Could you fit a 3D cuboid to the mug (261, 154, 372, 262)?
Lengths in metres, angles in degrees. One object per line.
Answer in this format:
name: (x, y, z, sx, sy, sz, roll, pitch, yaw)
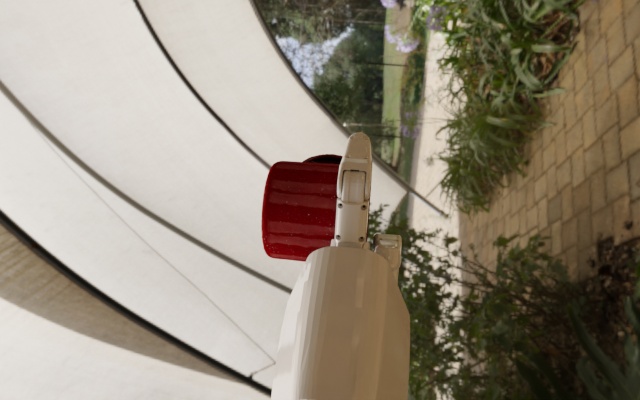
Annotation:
mug: (0.000, 0.000, 0.402, 0.081, 0.117, 0.093, 4, -42, 5)
